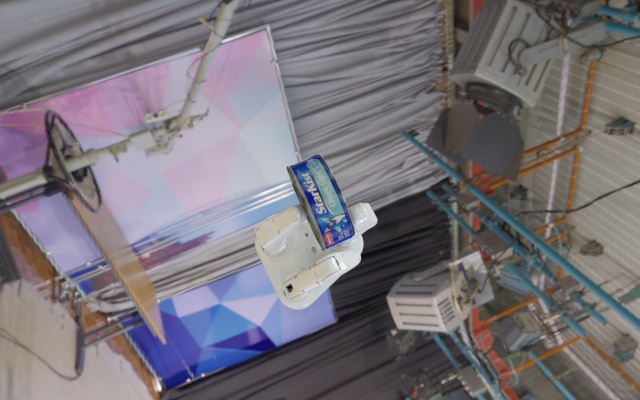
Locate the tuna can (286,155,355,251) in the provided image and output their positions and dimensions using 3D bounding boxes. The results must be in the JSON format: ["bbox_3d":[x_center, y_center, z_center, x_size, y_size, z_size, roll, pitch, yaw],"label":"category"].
[{"bbox_3d":[0.001,0.001,0.443,0.034,0.086,0.086,-24,2,-5],"label":"tuna can"}]
